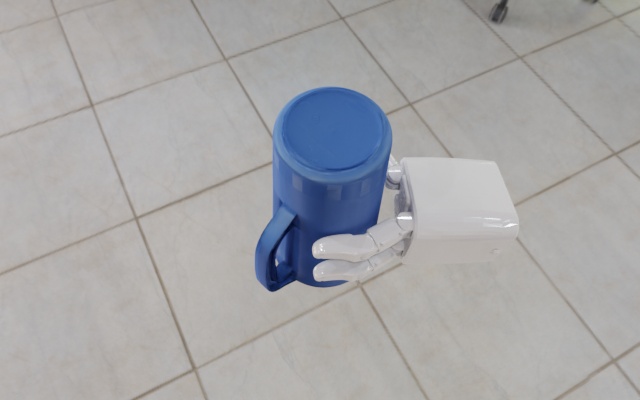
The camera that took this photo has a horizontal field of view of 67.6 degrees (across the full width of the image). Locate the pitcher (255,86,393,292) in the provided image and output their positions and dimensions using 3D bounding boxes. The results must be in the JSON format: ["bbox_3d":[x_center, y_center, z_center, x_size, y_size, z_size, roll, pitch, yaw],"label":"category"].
[{"bbox_3d":[0.000,0.002,0.519,0.145,0.149,0.243,0,-29,-2],"label":"pitcher"}]
